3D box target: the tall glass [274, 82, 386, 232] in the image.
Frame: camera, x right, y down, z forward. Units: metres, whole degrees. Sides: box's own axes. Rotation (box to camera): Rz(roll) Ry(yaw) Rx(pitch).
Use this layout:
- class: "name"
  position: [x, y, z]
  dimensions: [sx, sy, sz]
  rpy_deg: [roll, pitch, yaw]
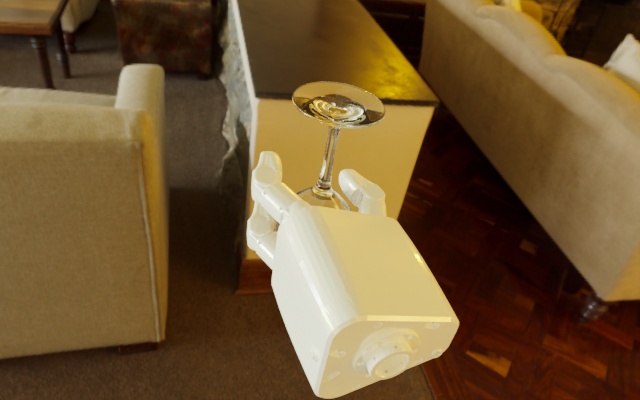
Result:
- class: "tall glass"
  position: [0.000, 0.001, 0.433]
  dimensions: [0.079, 0.201, 0.079]
  rpy_deg: [7, 38, -5]
